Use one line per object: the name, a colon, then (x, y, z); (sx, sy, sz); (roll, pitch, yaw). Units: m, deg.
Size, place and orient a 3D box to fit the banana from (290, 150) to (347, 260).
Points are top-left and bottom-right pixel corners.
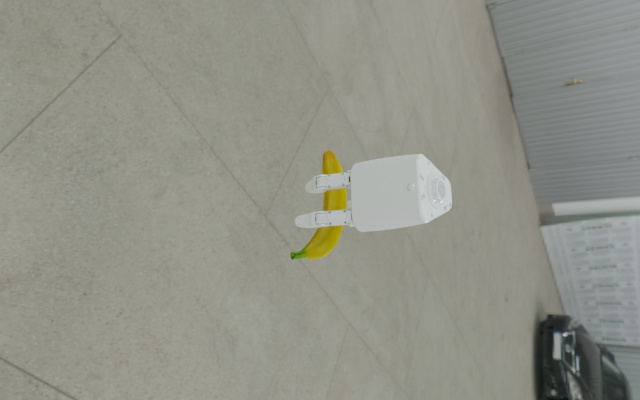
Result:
banana: (0.011, 0.015, 0.761); (0.037, 0.197, 0.070); (-12, -38, 43)
